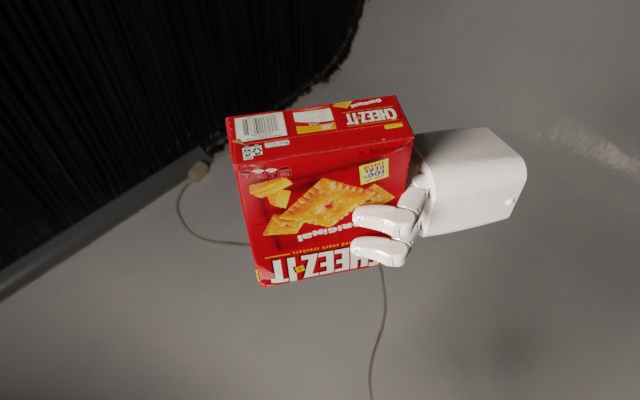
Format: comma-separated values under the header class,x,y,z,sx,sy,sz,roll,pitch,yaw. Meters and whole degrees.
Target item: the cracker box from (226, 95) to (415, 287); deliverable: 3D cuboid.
class,x,y,z,sx,sy,sz,roll,pitch,yaw
cracker box,0.000,0.001,0.506,0.164,0.072,0.214,-9,-39,-6
